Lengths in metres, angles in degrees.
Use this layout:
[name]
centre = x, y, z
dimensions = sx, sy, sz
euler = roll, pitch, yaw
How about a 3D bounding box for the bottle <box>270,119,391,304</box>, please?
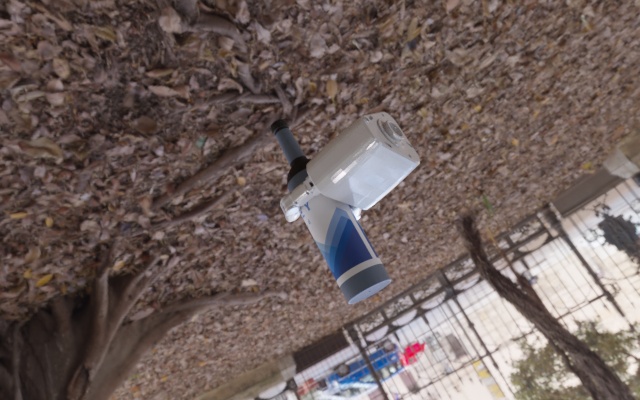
[bottle]
centre = 0.000, 0.003, 0.692
dimensions = 0.069, 0.295, 0.069
euler = -25, -21, -10
